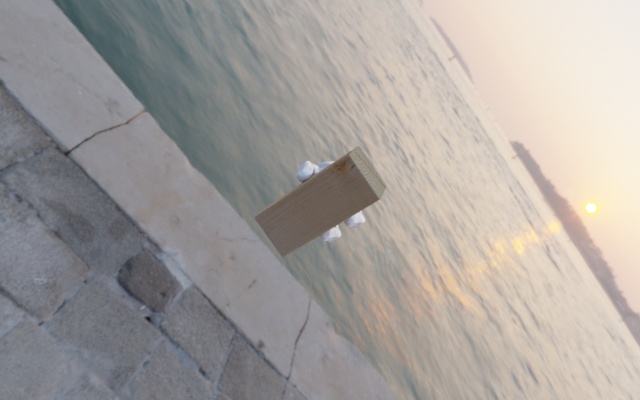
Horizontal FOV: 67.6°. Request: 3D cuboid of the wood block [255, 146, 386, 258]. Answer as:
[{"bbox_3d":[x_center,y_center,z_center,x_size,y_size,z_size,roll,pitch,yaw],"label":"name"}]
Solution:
[{"bbox_3d":[0.000,0.002,0.838,0.206,0.091,0.090,-33,5,21],"label":"wood block"}]
